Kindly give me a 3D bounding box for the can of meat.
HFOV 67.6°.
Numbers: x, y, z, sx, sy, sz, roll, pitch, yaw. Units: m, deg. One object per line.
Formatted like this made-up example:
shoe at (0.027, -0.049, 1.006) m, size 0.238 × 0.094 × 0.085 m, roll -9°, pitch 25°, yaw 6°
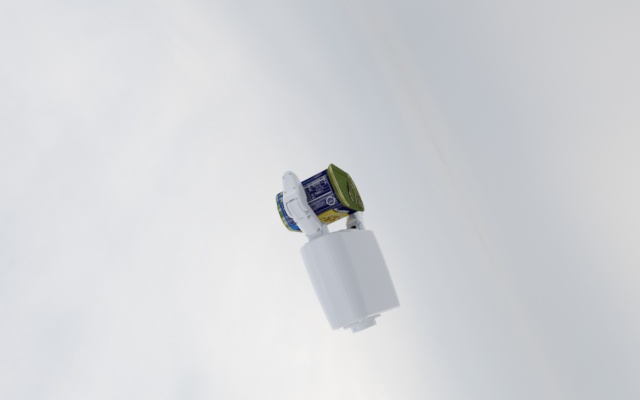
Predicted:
can of meat at (0.000, 0.002, 0.614) m, size 0.084 × 0.057 × 0.102 m, roll -26°, pitch -15°, yaw 15°
